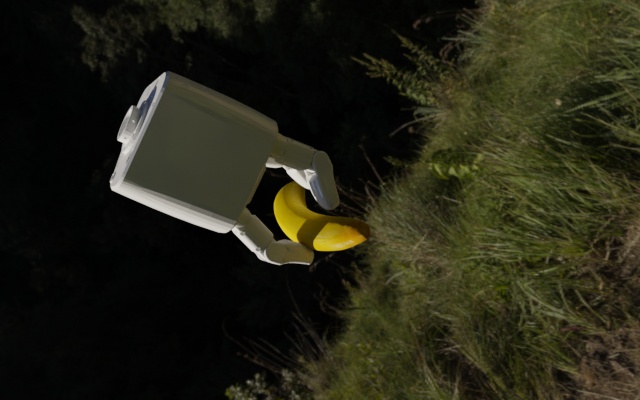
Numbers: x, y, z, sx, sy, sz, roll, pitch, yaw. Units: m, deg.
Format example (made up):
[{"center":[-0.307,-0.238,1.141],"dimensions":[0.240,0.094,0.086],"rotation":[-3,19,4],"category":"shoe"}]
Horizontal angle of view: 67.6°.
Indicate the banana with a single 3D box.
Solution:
[{"center":[-0.012,0.015,0.520],"dimensions":[0.037,0.069,0.197],"rotation":[35,6,-29],"category":"banana"}]
